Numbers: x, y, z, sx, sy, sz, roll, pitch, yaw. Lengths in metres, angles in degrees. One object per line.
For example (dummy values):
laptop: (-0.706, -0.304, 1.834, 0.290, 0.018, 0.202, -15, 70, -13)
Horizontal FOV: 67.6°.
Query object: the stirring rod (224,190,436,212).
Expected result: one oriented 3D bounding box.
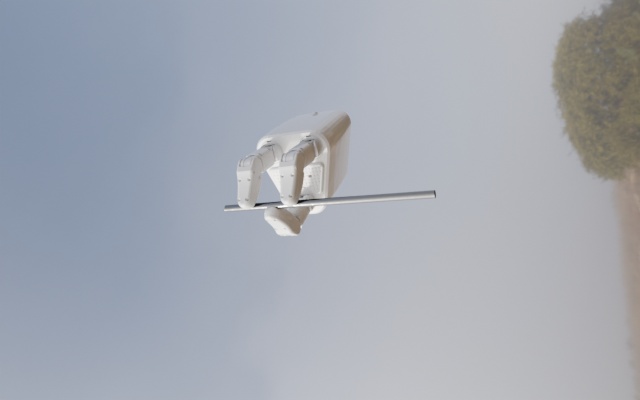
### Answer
stirring rod: (0.000, 0.002, 0.505, 0.239, 0.011, 0.011, -4, -2, 24)
